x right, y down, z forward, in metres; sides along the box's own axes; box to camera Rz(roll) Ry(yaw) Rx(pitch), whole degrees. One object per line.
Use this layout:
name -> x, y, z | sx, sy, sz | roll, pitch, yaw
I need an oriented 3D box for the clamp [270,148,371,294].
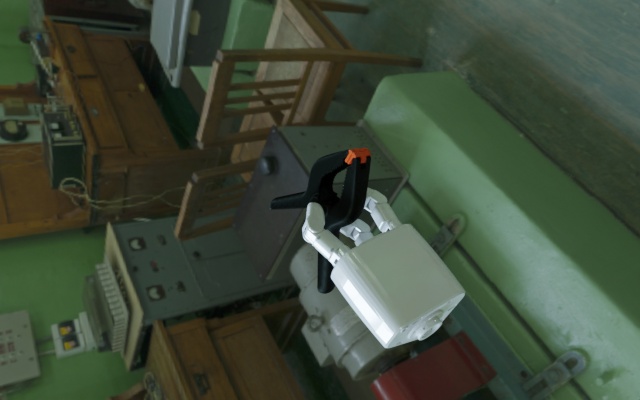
clamp -> 0.000, 0.002, 0.635 | 0.036, 0.210, 0.164 | -13, 51, -39
